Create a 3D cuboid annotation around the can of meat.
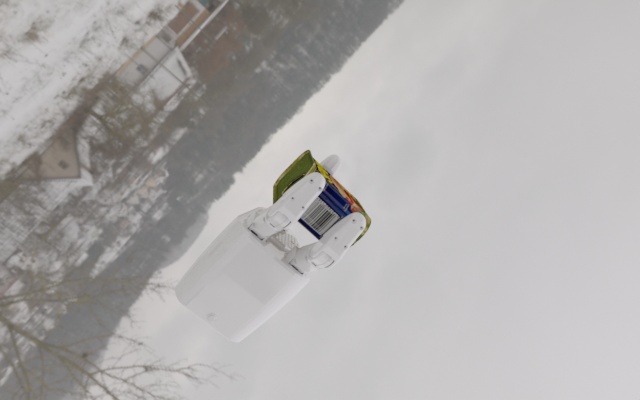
[{"bbox_3d":[0.000,0.002,0.494,0.084,0.057,0.102,43,8,-15],"label":"can of meat"}]
